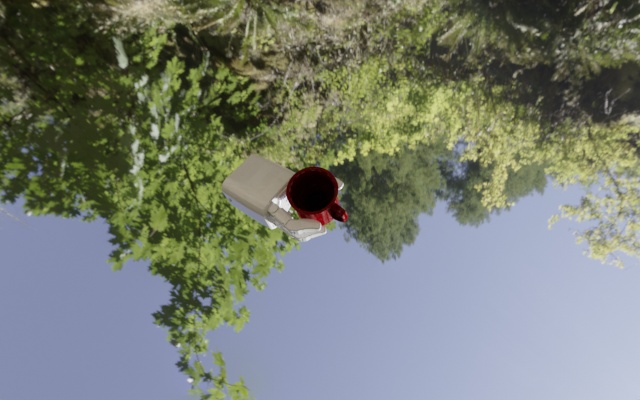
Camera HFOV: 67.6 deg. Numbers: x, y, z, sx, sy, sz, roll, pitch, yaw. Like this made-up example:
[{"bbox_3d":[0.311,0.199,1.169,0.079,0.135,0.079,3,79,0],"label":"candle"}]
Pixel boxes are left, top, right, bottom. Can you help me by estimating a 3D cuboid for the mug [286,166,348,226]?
[{"bbox_3d":[0.001,0.004,0.867,0.117,0.093,0.081,30,-16,18],"label":"mug"}]
